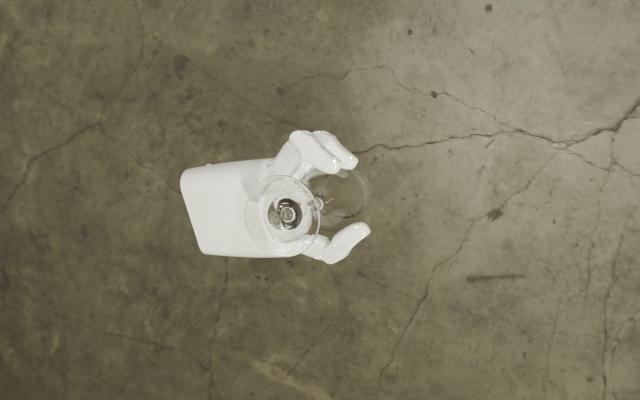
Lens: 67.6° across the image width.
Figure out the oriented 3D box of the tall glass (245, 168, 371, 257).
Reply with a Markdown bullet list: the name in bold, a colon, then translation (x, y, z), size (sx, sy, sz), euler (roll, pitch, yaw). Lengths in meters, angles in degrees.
- **tall glass**: translation (0.000, 0.002, 0.517), size (0.079, 0.079, 0.201), euler (0, 7, 21)
